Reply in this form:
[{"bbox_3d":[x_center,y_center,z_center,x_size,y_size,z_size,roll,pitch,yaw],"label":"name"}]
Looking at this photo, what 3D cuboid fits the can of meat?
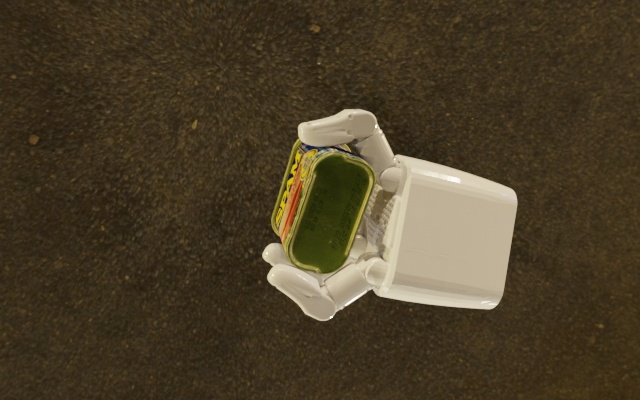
[{"bbox_3d":[0.000,0.001,0.401,0.057,0.102,0.084,15,12,-16],"label":"can of meat"}]
